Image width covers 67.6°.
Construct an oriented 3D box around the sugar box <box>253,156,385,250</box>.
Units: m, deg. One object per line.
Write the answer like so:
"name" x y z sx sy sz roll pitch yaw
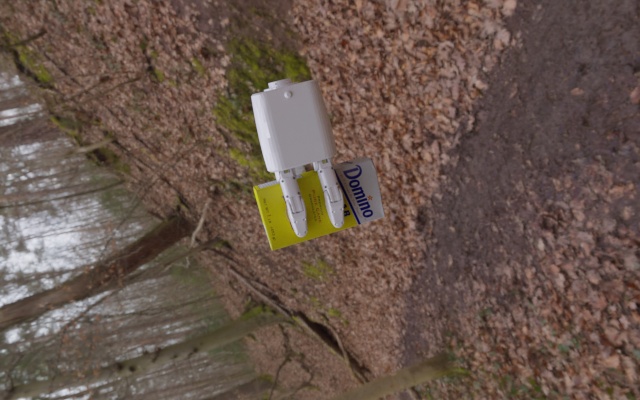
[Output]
"sugar box" 0.000 0.002 0.696 0.176 0.093 0.048 -16 14 -8
